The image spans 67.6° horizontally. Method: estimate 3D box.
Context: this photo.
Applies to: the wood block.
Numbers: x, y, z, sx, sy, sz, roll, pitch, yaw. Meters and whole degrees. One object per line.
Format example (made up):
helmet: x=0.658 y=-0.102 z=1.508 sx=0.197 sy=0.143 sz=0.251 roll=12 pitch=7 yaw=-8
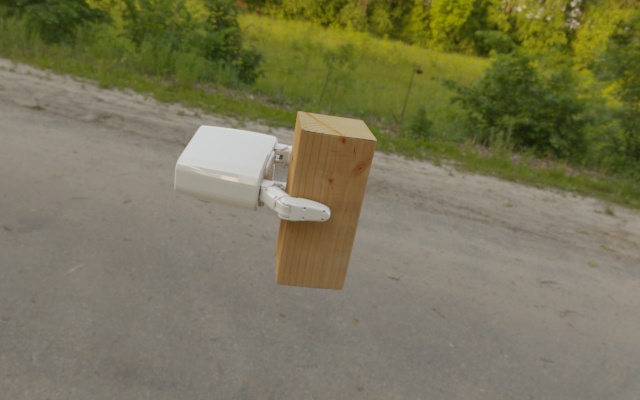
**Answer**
wood block: x=0.000 y=0.002 z=0.616 sx=0.090 sy=0.206 sz=0.090 roll=7 pitch=23 yaw=-9
